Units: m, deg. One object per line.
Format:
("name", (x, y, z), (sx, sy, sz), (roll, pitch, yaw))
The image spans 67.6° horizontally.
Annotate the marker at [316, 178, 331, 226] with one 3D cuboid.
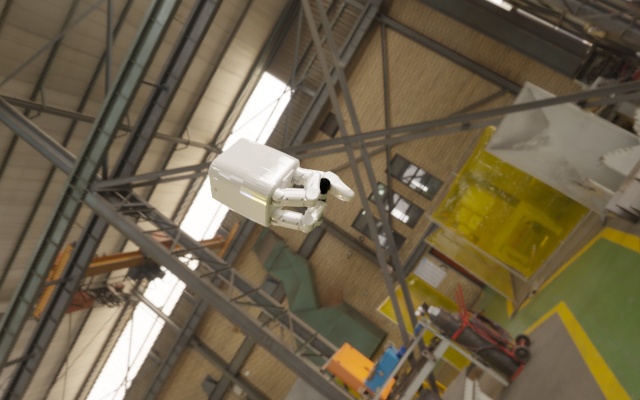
("marker", (0.000, 0.003, 0.792), (0.020, 0.020, 0.121), (0, -35, -8))
